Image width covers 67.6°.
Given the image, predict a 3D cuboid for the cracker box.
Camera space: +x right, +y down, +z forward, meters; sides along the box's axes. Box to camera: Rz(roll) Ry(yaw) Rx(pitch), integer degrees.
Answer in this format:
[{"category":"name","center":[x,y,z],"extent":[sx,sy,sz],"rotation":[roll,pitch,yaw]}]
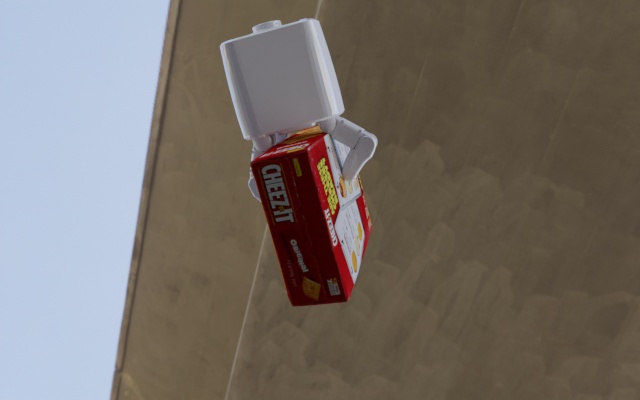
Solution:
[{"category":"cracker box","center":[0.000,0.002,0.571],"extent":[0.072,0.164,0.213],"rotation":[-11,14,16]}]
